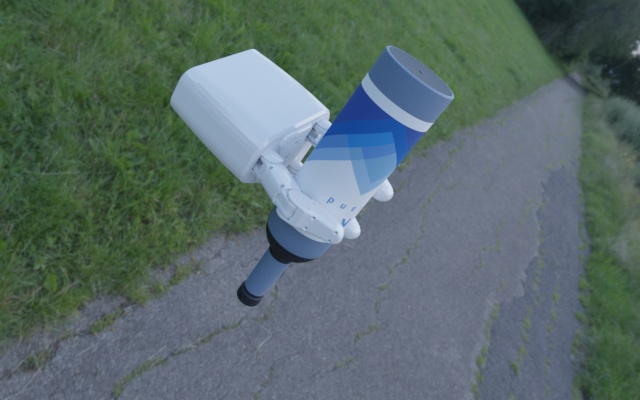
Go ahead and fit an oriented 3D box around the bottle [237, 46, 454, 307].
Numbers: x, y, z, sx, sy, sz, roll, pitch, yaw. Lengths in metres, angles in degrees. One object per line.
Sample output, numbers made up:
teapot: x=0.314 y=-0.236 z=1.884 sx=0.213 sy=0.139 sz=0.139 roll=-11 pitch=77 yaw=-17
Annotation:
bottle: x=0.000 y=0.001 z=0.443 sx=0.069 sy=0.069 sz=0.296 roll=0 pitch=-44 yaw=-48
